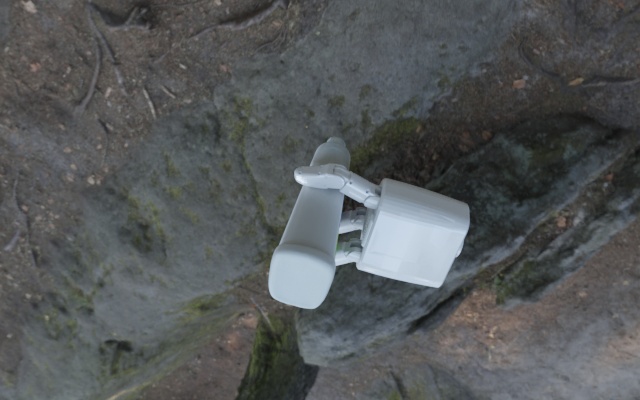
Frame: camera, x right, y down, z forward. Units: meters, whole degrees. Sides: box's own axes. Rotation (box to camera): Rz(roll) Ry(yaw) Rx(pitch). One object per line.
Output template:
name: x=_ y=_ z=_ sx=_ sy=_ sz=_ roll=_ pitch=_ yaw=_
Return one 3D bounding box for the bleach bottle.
bleach bottle: x=0.000 y=0.002 z=0.593 sx=0.068 sy=0.250 sz=0.103 roll=15 pitch=-43 yaw=0
